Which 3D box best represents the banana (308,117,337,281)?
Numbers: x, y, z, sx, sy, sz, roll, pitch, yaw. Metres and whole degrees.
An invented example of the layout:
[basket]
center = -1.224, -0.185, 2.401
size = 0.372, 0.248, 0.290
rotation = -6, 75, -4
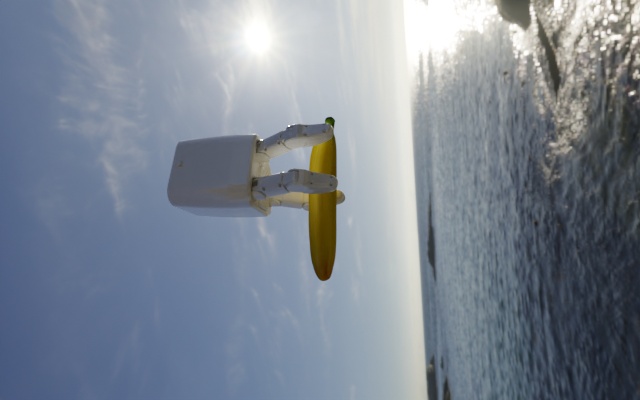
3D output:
[banana]
center = 0.002, 0.000, 0.602
size = 0.037, 0.198, 0.069
rotation = 0, -3, 5
